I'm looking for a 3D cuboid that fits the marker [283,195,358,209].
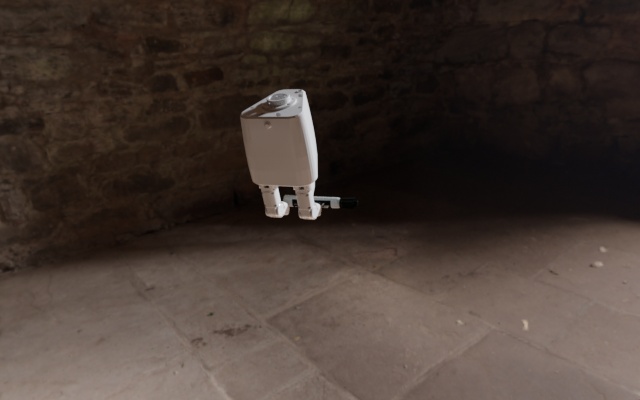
[{"bbox_3d":[0.000,0.003,0.759,0.121,0.020,0.020,3,1,16],"label":"marker"}]
